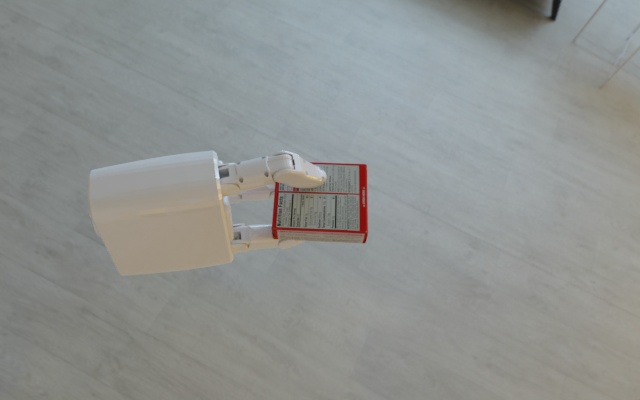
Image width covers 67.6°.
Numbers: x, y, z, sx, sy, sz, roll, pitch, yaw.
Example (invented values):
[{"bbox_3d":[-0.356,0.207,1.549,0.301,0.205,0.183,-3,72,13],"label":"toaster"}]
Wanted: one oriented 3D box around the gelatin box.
[{"bbox_3d":[0.000,0.001,0.455,0.089,0.073,0.030,2,-27,0],"label":"gelatin box"}]
